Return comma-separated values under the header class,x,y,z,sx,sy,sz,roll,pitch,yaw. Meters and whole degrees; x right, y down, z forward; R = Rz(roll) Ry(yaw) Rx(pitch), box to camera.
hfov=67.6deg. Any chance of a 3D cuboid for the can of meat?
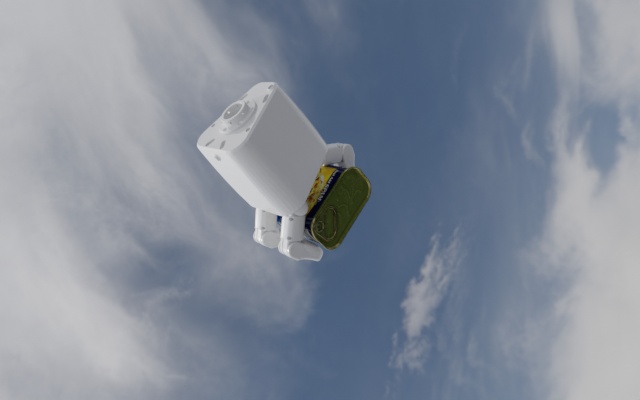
class,x,y,z,sx,sy,sz,roll,pitch,yaw
can of meat,0.000,0.002,0.597,0.084,0.102,0.057,15,-23,47
